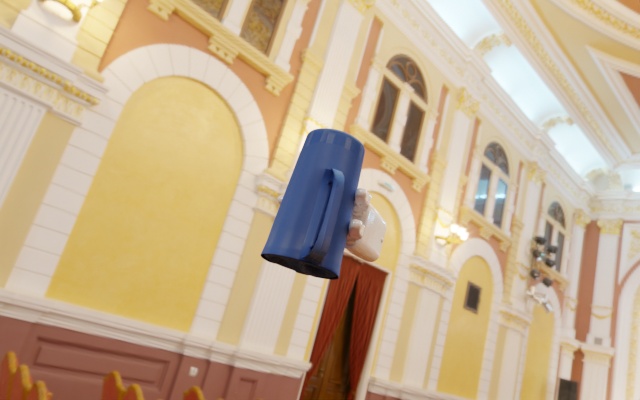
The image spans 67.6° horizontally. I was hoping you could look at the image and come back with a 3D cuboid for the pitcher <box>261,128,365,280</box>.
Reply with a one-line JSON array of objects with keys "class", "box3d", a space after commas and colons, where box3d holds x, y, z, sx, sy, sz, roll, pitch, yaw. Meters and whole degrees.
[{"class": "pitcher", "box3d": [0.000, 0.003, 0.804, 0.149, 0.242, 0.145, 6, -19, 32]}]
